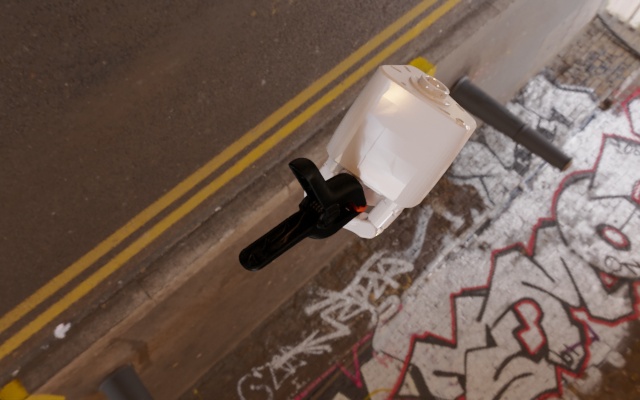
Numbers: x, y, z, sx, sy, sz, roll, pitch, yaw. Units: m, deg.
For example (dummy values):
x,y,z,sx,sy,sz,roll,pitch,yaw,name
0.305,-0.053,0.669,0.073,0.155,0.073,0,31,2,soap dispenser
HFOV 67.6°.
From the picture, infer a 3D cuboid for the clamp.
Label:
x,y,z,sx,sy,sz,roll,pitch,yaw,name
0.001,0.002,0.473,0.039,0.120,0.171,45,35,17,clamp
